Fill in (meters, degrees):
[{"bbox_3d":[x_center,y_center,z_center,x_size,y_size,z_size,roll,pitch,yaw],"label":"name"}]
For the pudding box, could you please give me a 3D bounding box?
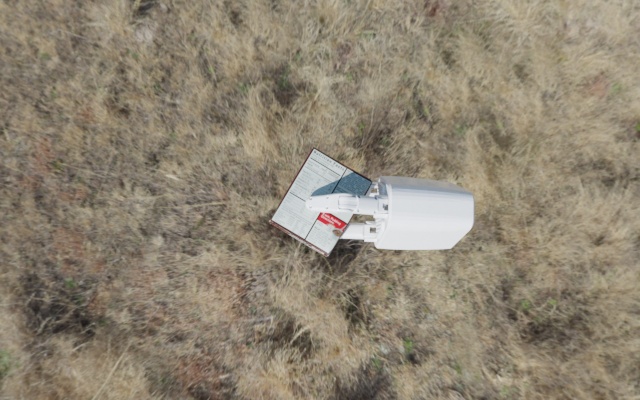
[{"bbox_3d":[0.000,0.002,0.609,0.090,0.113,0.039,31,-7,1],"label":"pudding box"}]
